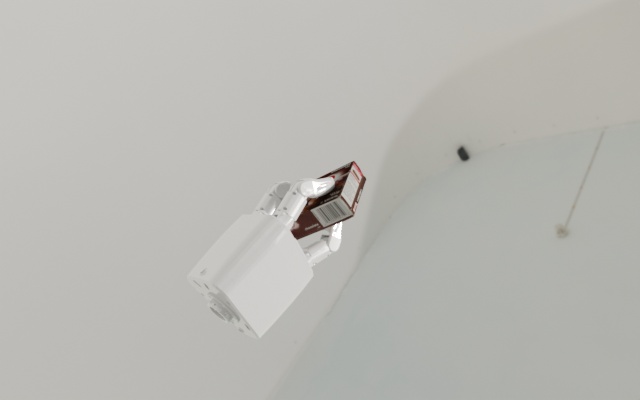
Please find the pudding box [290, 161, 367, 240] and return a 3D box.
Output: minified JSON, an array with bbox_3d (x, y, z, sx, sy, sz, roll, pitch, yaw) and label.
[{"bbox_3d":[0.000,0.002,0.642,0.113,0.039,0.090,-22,26,29],"label":"pudding box"}]
